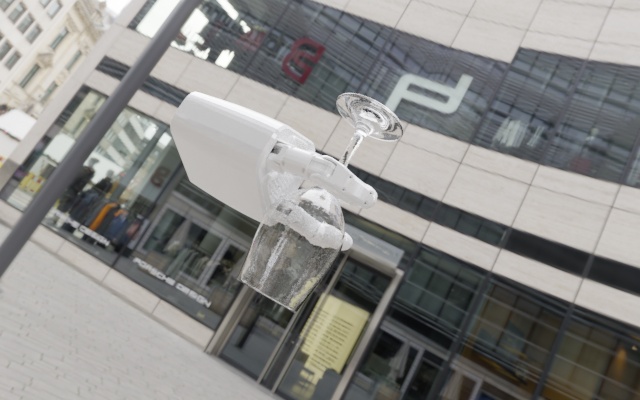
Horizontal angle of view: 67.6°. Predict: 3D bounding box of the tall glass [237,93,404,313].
[{"bbox_3d":[0.001,0.001,0.448,0.079,0.201,0.079,28,-14,8],"label":"tall glass"}]
